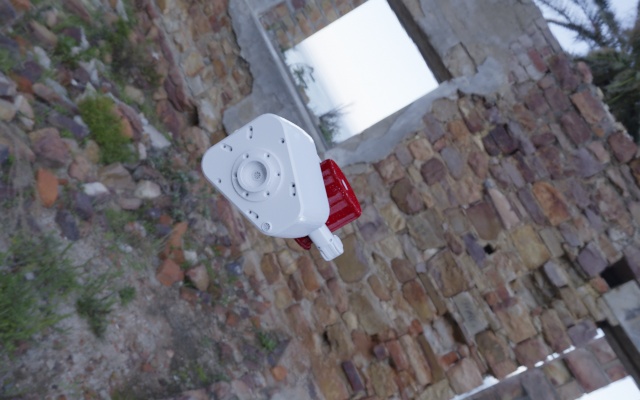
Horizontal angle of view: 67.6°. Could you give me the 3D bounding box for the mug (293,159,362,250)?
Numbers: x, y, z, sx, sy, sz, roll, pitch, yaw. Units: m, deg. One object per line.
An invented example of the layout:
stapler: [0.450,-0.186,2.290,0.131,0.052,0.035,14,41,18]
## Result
mug: [0.001,0.002,0.600,0.081,0.093,0.117,-29,-7,10]
